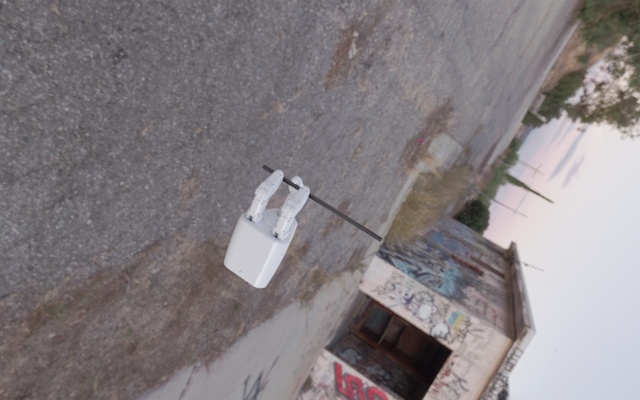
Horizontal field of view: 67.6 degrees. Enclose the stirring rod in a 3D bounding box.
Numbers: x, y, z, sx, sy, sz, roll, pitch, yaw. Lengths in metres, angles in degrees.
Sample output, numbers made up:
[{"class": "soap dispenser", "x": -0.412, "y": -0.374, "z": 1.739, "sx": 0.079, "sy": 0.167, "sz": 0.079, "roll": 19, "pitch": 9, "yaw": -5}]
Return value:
[{"class": "stirring rod", "x": 0.000, "y": 0.003, "z": 0.806, "sx": 0.239, "sy": 0.011, "sz": 0.011, "roll": 32, "pitch": 8, "yaw": 13}]
